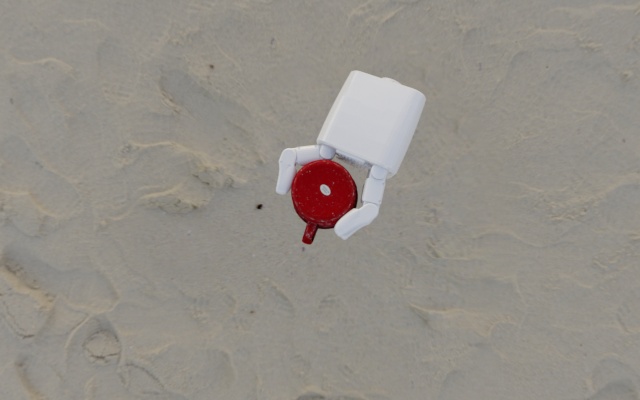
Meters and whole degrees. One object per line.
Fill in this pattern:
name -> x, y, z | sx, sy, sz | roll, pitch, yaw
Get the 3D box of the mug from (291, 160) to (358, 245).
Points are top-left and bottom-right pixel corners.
mug -> -0.001, 0.003, 0.632 | 0.093, 0.117, 0.081 | 22, -3, 4
